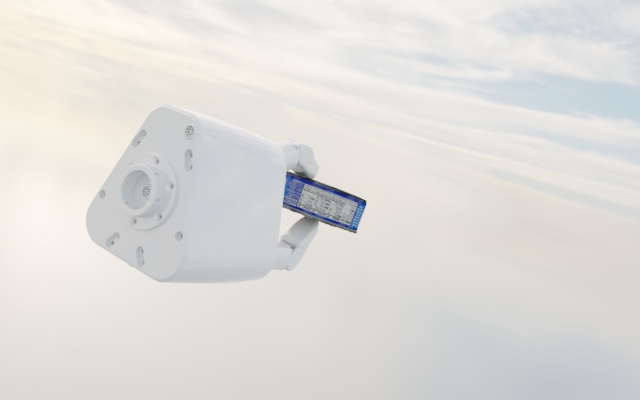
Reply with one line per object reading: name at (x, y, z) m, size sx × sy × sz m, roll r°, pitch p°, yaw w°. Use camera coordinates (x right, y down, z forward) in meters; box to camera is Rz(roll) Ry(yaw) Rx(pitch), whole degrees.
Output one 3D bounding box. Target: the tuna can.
tuna can at (0.000, 0.001, 0.456) m, size 0.086 × 0.034 × 0.086 m, roll 20°, pitch 0°, yaw 0°
